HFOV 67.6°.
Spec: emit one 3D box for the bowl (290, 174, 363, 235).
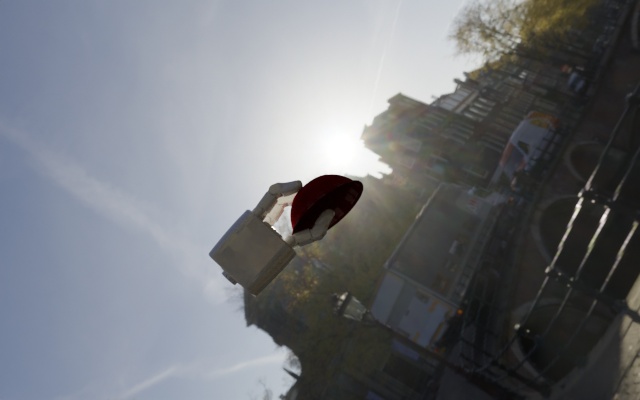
[{"bbox_3d":[0.001,0.002,0.877,0.162,0.055,0.162,-33,-22,-15],"label":"bowl"}]
